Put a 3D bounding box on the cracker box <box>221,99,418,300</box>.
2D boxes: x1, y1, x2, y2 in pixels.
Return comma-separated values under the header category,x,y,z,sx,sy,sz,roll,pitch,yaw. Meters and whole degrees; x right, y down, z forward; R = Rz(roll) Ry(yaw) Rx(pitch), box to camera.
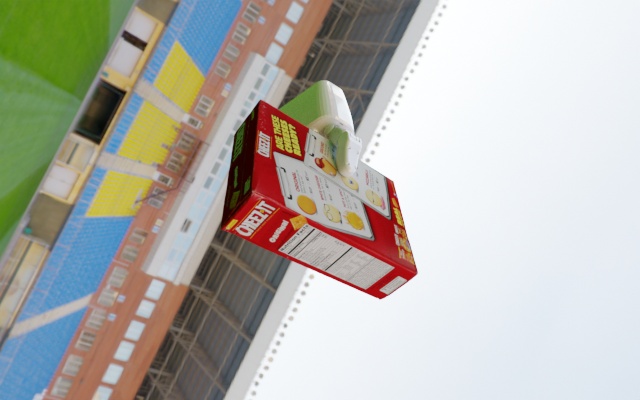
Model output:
category,x,y,z,sx,sy,sz,roll,pitch,yaw
cracker box,0.000,0.002,0.548,0.214,0.164,0.072,28,-55,-26
